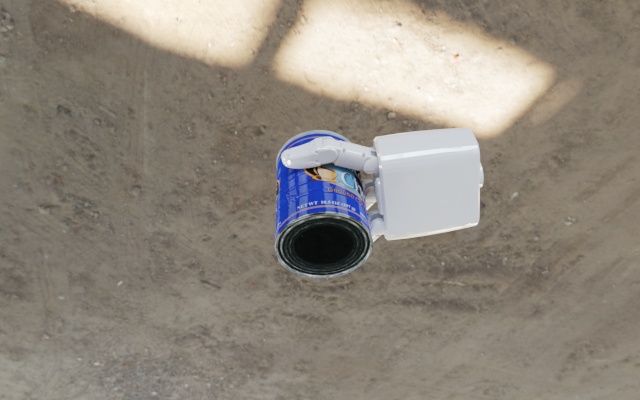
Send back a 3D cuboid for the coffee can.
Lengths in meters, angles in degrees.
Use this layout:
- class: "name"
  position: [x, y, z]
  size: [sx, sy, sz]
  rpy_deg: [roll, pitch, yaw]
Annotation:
- class: "coffee can"
  position: [0.000, 0.002, 0.544]
  size: [0.103, 0.103, 0.140]
  rpy_deg: [0, 44, -4]
